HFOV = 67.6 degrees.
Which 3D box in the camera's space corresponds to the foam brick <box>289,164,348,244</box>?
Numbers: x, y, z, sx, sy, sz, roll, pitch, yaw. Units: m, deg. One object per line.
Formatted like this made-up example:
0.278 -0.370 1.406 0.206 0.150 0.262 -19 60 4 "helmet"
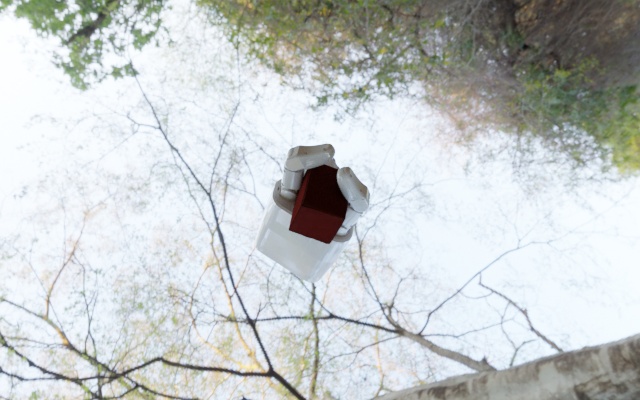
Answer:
0.000 0.002 0.559 0.053 0.078 0.051 20 -46 -9 "foam brick"
